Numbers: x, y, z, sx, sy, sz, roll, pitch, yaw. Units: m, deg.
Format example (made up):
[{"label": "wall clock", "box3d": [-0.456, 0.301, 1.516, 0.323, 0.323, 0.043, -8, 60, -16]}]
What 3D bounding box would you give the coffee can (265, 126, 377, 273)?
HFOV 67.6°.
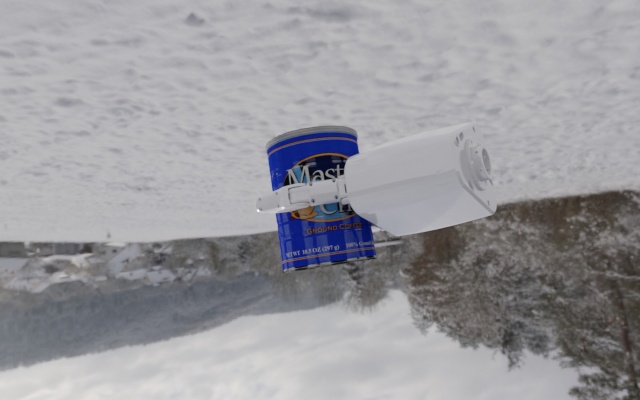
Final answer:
[{"label": "coffee can", "box3d": [0.000, 0.002, 0.520, 0.103, 0.140, 0.103, -8, -8, -1]}]
